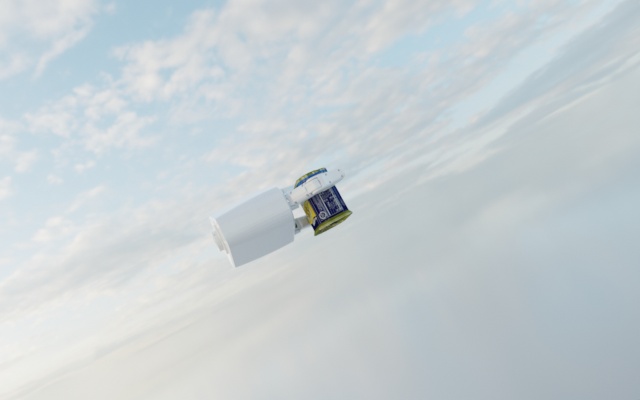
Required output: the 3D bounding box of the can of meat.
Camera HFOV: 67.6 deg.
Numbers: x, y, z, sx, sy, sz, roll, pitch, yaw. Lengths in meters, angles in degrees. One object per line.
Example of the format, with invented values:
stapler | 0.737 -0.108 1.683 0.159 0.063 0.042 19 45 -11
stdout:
can of meat | 0.000 0.002 0.749 0.057 0.084 0.102 -27 -7 -12
